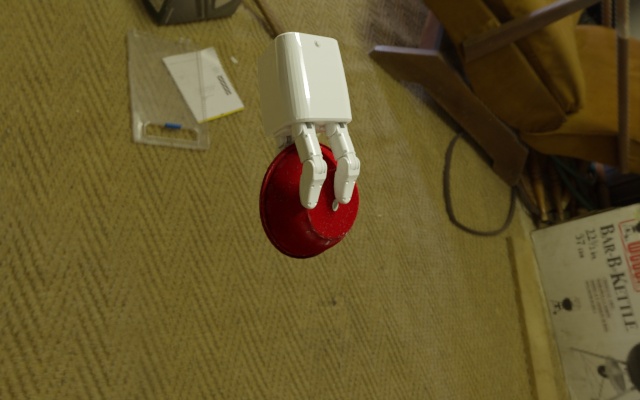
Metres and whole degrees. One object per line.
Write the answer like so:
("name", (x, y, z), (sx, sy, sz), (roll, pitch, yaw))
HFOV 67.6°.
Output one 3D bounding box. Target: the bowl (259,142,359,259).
("bowl", (0.001, 0.003, 0.629), (0.162, 0.162, 0.055), (0, 6, -42))
